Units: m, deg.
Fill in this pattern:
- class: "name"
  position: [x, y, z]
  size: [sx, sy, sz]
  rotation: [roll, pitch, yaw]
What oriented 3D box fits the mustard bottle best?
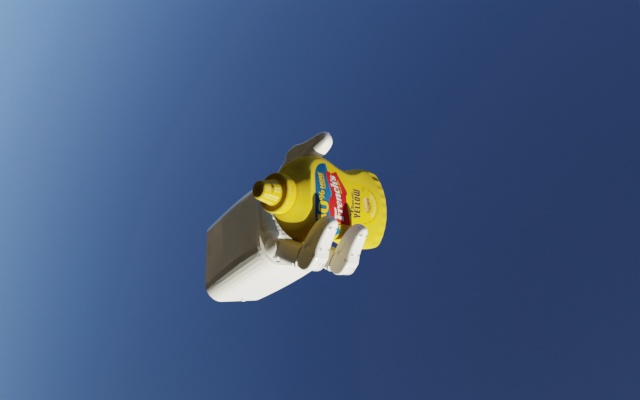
- class: "mustard bottle"
  position: [0.001, 0.002, 0.529]
  size: [0.058, 0.096, 0.191]
  rotation: [-7, -12, 39]
